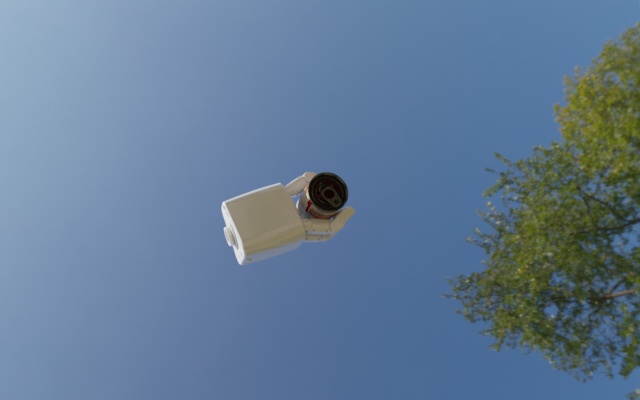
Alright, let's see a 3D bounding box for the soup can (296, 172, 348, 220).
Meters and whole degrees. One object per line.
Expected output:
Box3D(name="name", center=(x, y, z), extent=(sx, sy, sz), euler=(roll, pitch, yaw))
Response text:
Box3D(name="soup can", center=(0.000, 0.002, 0.812), extent=(0.068, 0.068, 0.102), euler=(0, -20, -15))
